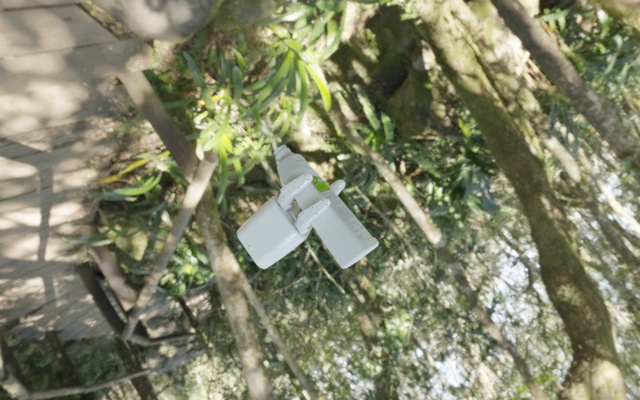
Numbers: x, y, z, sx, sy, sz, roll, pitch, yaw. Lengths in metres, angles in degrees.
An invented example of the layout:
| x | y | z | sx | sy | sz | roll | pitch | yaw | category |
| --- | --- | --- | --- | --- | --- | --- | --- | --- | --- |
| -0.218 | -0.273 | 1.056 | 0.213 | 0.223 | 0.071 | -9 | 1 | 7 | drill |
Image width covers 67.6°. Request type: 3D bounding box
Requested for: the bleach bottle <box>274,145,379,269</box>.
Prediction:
| x | y | z | sx | sy | sz | roll | pitch | yaw | category |
| --- | --- | --- | --- | --- | --- | --- | --- | --- | --- |
| 0.000 | 0.003 | 0.881 | 0.068 | 0.251 | 0.102 | -40 | -11 | 19 | bleach bottle |
